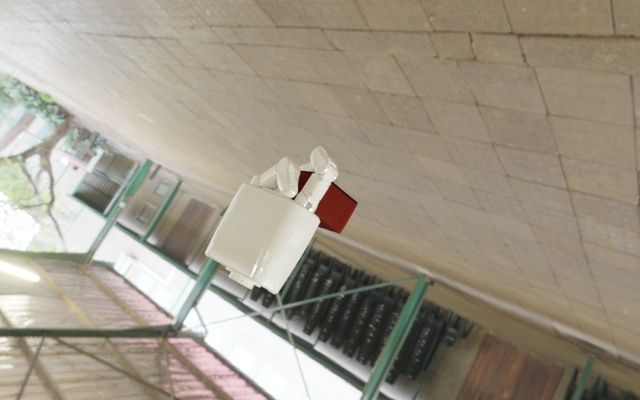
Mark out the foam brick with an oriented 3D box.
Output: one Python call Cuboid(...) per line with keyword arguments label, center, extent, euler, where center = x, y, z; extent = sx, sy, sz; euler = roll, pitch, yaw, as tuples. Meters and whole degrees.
Cuboid(label="foam brick", center=(0.000, 0.002, 0.644), extent=(0.078, 0.051, 0.053), euler=(38, -16, -36))
